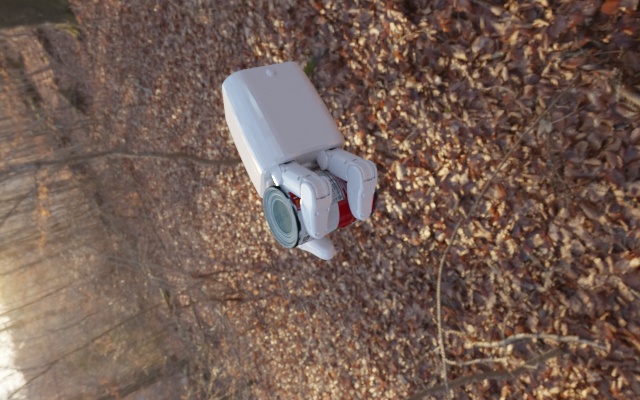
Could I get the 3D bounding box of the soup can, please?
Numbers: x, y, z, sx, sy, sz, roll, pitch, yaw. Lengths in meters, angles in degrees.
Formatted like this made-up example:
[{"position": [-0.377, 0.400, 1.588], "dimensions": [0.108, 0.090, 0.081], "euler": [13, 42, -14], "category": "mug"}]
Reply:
[{"position": [0.000, 0.002, 0.497], "dimensions": [0.102, 0.068, 0.068], "euler": [-20, 11, -31], "category": "soup can"}]
